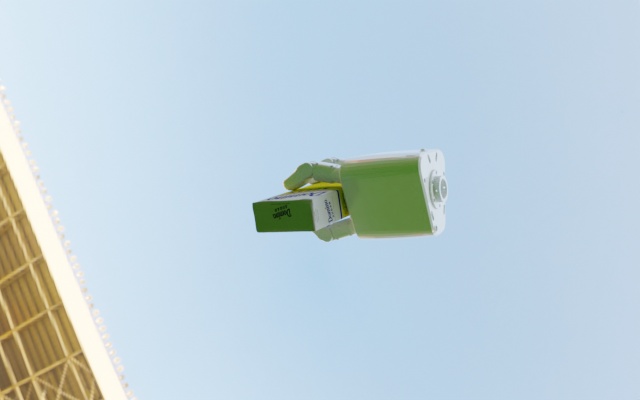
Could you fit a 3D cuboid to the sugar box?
[{"bbox_3d":[0.000,0.002,0.645,0.093,0.048,0.176,-4,7,33],"label":"sugar box"}]
